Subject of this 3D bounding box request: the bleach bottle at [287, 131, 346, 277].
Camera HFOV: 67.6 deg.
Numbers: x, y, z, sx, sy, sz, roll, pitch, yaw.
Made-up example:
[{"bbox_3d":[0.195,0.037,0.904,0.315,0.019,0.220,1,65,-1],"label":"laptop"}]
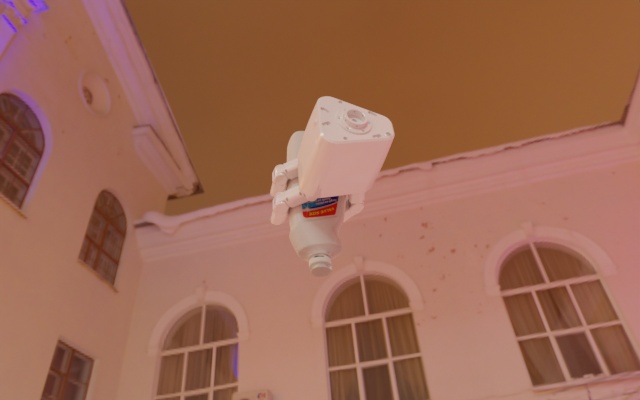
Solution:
[{"bbox_3d":[0.000,0.002,0.733,0.102,0.250,0.068,7,-41,-15],"label":"bleach bottle"}]
